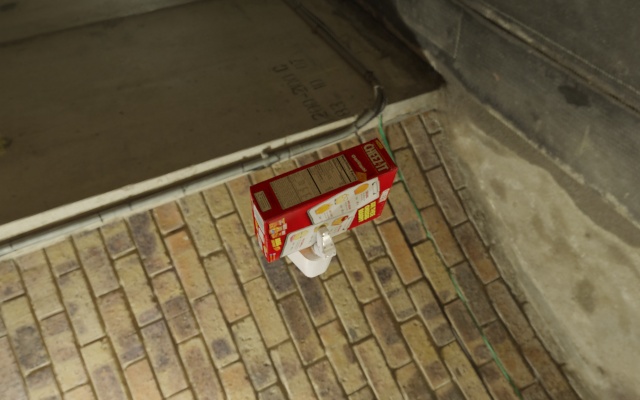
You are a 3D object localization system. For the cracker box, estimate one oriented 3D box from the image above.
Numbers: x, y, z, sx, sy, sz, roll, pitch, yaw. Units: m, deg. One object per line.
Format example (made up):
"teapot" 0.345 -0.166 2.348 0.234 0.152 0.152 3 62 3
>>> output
"cracker box" 0.000 0.003 0.750 0.213 0.072 0.164 -22 -24 -14
